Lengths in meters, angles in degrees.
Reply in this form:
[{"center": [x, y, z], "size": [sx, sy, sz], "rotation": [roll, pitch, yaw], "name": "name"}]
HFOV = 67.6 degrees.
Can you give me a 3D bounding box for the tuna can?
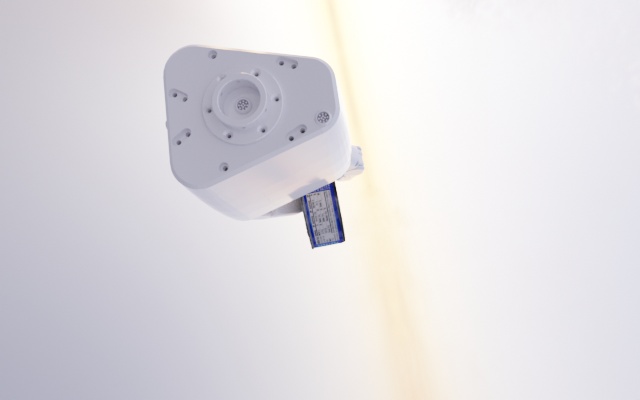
[{"center": [0.001, 0.001, 0.456], "size": [0.034, 0.086, 0.086], "rotation": [-11, 0, 1], "name": "tuna can"}]
